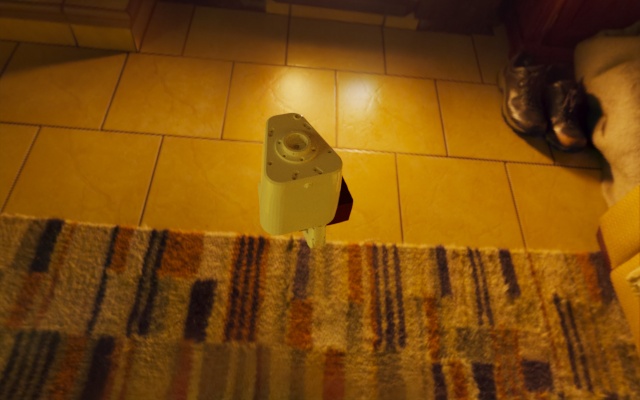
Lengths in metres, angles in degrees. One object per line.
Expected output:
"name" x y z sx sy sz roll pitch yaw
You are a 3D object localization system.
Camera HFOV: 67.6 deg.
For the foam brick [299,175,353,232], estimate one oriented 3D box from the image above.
"foam brick" 0.000 0.002 0.668 0.078 0.053 0.051 -12 -33 -15
